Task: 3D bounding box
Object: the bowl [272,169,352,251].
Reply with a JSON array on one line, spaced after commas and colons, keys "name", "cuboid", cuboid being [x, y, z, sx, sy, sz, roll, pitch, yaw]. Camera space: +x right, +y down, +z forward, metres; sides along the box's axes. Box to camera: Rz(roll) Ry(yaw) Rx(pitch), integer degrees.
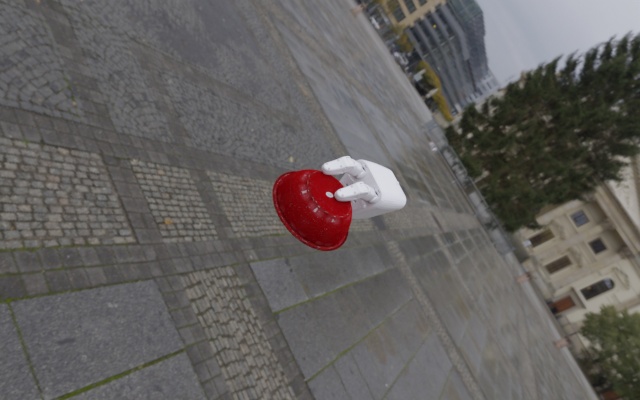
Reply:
[{"name": "bowl", "cuboid": [0.000, 0.003, 0.810, 0.162, 0.162, 0.055, 0, -32, -44]}]
